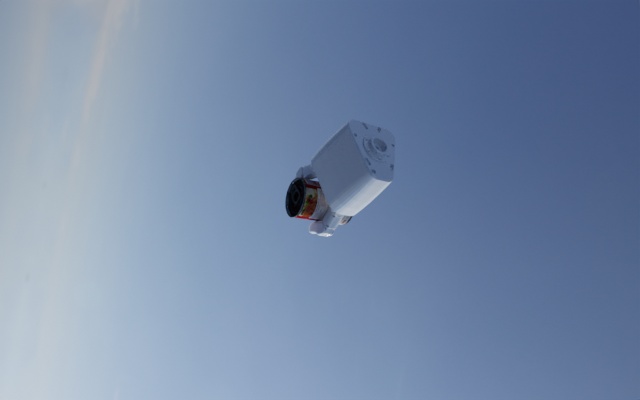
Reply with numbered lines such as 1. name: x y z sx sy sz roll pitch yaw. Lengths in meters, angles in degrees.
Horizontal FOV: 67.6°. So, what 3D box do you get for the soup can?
1. soup can: 0.000 0.003 0.818 0.102 0.068 0.068 10 -5 -30
